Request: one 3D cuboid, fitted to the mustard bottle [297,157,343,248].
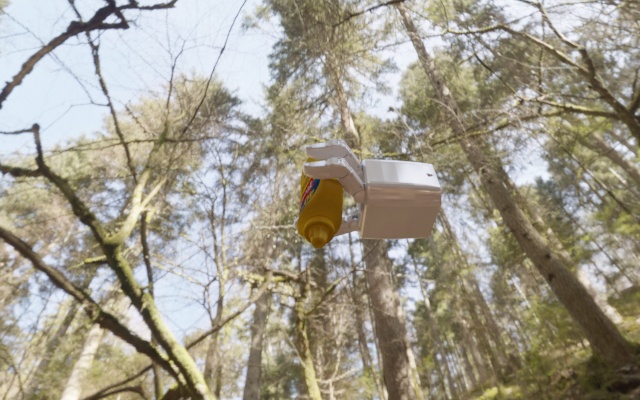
[{"bbox_3d":[0.000,0.002,0.685,0.058,0.096,0.191,21,31,-13],"label":"mustard bottle"}]
